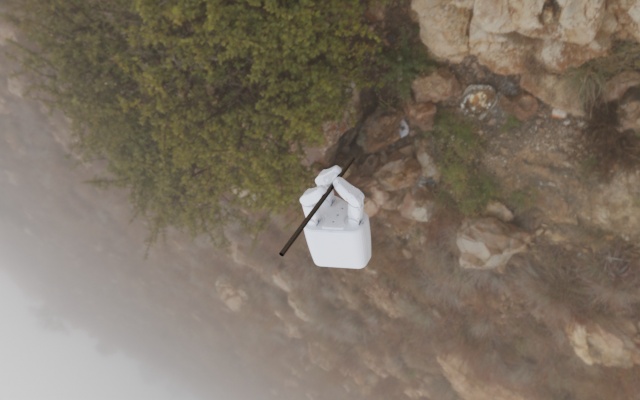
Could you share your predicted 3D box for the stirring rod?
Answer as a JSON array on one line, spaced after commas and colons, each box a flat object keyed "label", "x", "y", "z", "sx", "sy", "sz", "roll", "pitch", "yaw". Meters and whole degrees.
[{"label": "stirring rod", "x": 0.000, "y": 0.003, "z": 0.774, "sx": 0.011, "sy": 0.011, "sz": 0.239, "roll": 0, "pitch": 40, "yaw": 39}]
